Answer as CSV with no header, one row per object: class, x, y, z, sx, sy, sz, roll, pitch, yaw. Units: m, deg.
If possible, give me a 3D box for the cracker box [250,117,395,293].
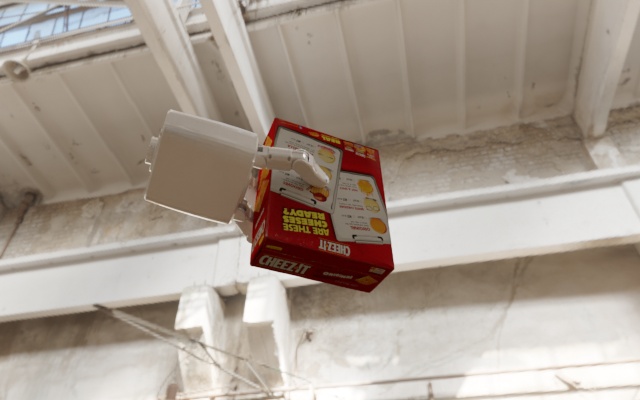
cracker box,0.000,0.002,0.630,0.164,0.213,0.072,16,-45,-17
